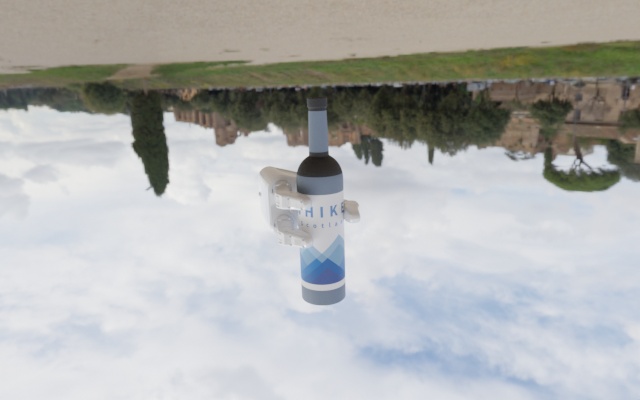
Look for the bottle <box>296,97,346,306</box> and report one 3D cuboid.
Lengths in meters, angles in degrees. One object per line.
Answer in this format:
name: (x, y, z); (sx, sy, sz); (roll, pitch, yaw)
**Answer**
bottle: (0.000, 0.003, 0.685); (0.069, 0.296, 0.069); (-2, 15, 1)
